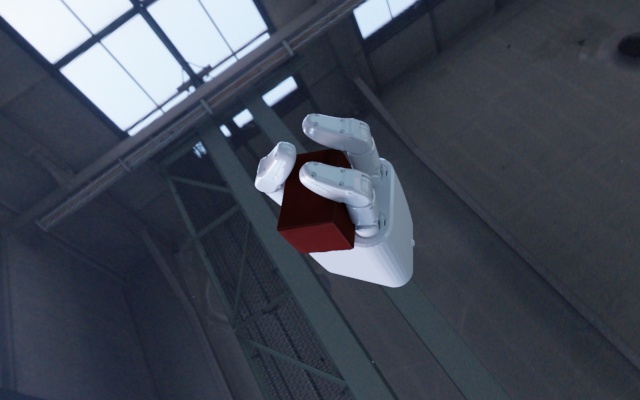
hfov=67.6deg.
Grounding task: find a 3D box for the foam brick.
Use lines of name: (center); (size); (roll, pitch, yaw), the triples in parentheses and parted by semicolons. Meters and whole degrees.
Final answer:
foam brick: (0.000, 0.002, 0.420); (0.053, 0.078, 0.051); (-7, -34, 21)
